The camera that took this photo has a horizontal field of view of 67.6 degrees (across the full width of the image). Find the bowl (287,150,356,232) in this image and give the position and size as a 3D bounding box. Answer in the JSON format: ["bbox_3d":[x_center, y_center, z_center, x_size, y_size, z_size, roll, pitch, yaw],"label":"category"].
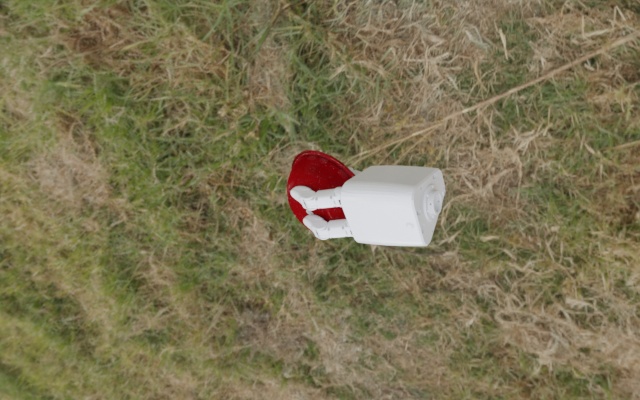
[{"bbox_3d":[-0.001,0.003,0.756,0.162,0.162,0.055,0,36,50],"label":"bowl"}]
